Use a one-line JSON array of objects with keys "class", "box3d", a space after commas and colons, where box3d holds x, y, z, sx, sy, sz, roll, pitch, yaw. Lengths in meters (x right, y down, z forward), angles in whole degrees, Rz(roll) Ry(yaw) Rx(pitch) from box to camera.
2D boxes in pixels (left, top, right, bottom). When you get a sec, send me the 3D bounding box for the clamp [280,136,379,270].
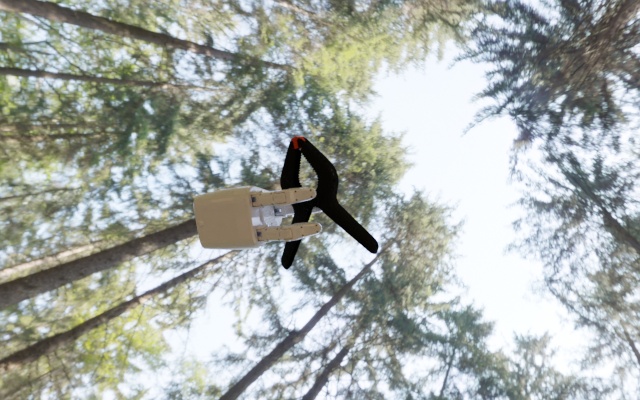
[{"class": "clamp", "box3d": [0.000, 0.002, 0.742, 0.164, 0.210, 0.036, -6, 7, 20]}]
